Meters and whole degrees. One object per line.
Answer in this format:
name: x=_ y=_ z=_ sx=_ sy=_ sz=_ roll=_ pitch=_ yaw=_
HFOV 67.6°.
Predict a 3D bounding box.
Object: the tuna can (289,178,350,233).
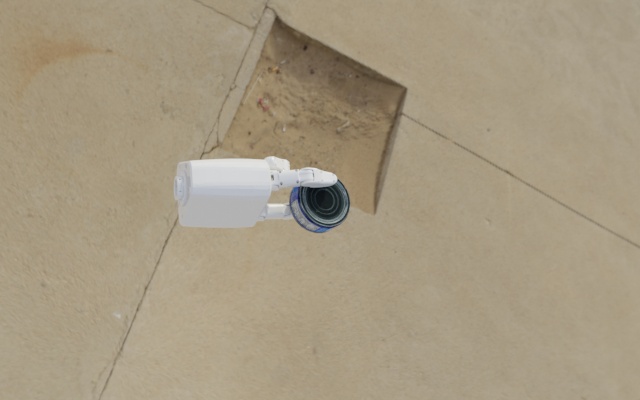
tuna can: x=0.000 y=0.002 z=0.693 sx=0.086 sy=0.086 sz=0.034 roll=0 pitch=-17 yaw=-29
